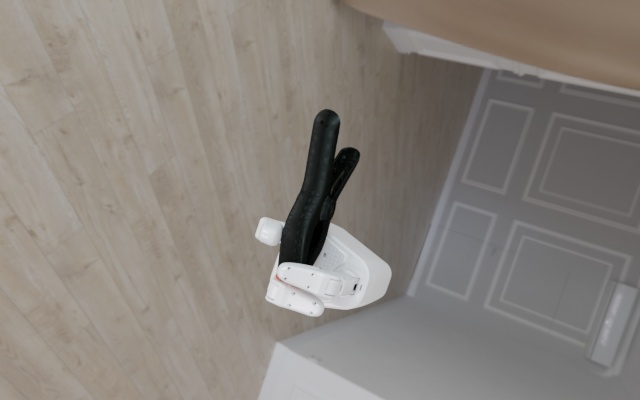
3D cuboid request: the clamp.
[{"bbox_3d":[0.001,0.002,0.493,0.039,0.171,0.120,20,2,25],"label":"clamp"}]
